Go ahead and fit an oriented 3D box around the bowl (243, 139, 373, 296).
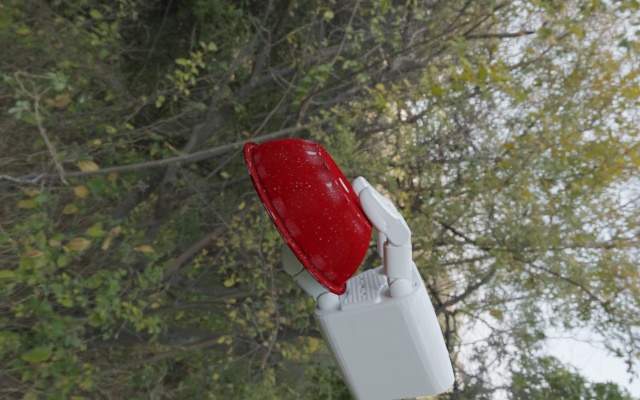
[{"bbox_3d":[0.000,0.000,0.429,0.055,0.162,0.162,-33,-6,9],"label":"bowl"}]
